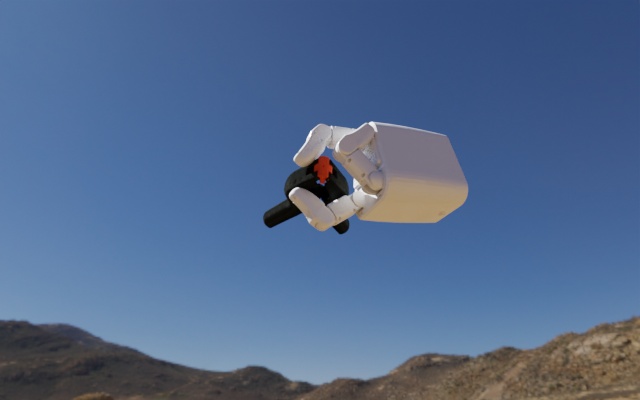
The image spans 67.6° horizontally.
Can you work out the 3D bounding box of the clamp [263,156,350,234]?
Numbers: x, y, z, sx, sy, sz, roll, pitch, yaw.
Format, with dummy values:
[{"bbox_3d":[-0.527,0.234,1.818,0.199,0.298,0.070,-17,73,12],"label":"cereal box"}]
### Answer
[{"bbox_3d":[0.000,0.001,0.613,0.120,0.039,0.171,4,-25,-17],"label":"clamp"}]
